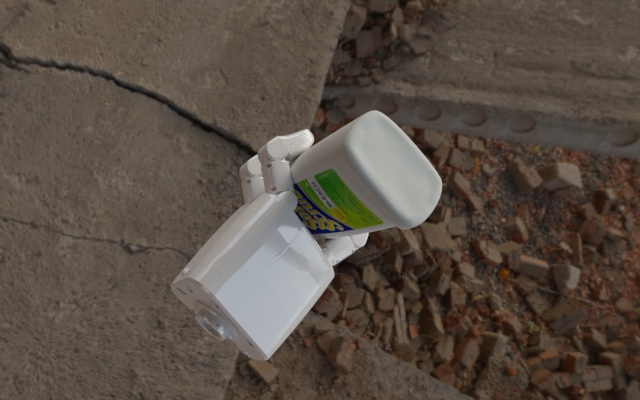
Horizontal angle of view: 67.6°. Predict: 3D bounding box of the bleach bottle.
[{"bbox_3d":[0.000,0.001,0.489,0.068,0.102,0.251,-49,12,-31],"label":"bleach bottle"}]
